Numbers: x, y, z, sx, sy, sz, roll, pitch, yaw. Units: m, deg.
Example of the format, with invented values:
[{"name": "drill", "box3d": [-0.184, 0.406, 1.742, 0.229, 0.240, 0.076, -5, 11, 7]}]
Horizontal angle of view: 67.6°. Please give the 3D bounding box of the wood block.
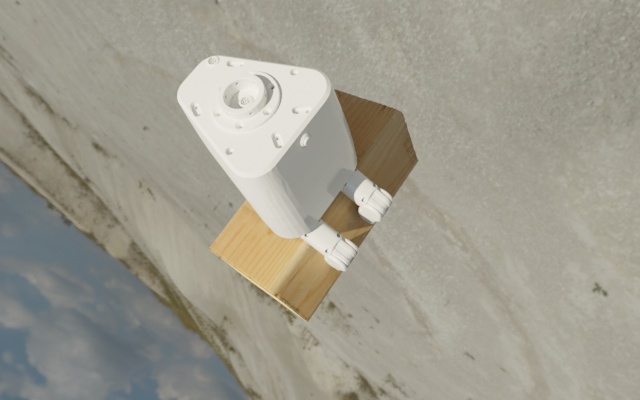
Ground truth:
[{"name": "wood block", "box3d": [0.000, 0.001, 0.481, 0.090, 0.206, 0.090, 27, -16, 34]}]
